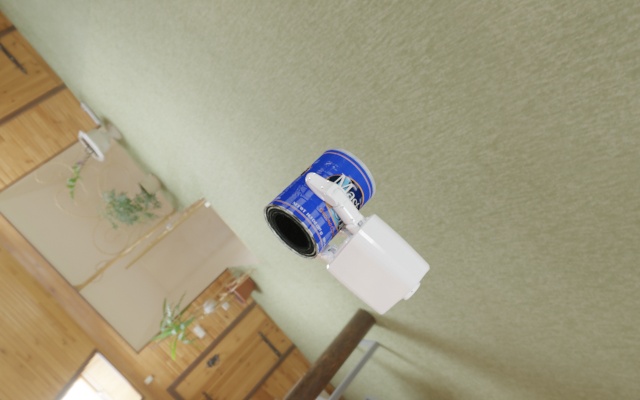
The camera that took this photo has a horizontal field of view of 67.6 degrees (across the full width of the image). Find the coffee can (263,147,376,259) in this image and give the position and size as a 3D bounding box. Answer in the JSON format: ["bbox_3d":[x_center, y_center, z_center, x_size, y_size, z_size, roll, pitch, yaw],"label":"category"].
[{"bbox_3d":[0.000,0.002,0.709,0.140,0.103,0.103,-45,25,-28],"label":"coffee can"}]
